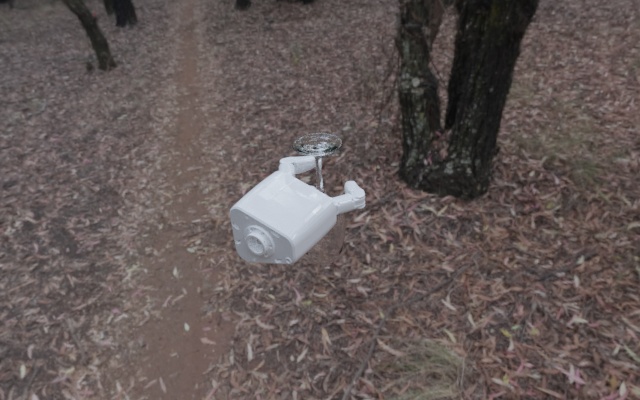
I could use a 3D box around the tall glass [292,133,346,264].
[{"bbox_3d":[0.000,0.002,0.742,0.079,0.201,0.079,-3,32,2],"label":"tall glass"}]
